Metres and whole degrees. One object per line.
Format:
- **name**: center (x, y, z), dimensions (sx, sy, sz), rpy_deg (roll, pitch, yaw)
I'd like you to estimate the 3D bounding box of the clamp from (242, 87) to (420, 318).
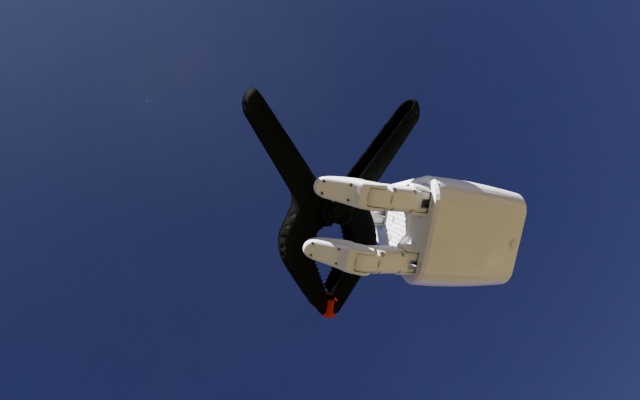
- **clamp**: center (0.000, 0.002, 0.427), dimensions (0.164, 0.210, 0.036), rpy_deg (6, 9, -23)
